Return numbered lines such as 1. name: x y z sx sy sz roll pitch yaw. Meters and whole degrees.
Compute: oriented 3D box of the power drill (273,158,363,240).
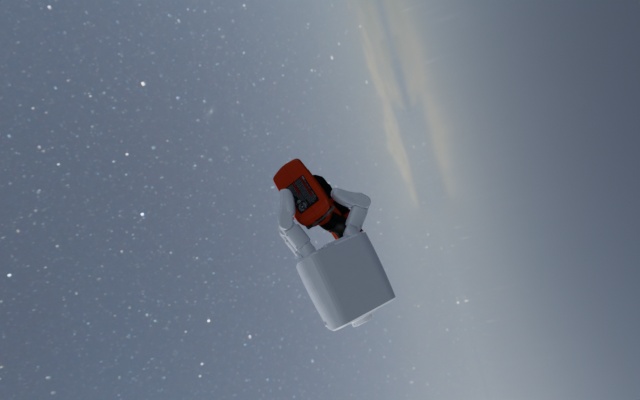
1. power drill: 0.000 0.003 0.771 0.057 0.184 0.188 -41 -30 8
